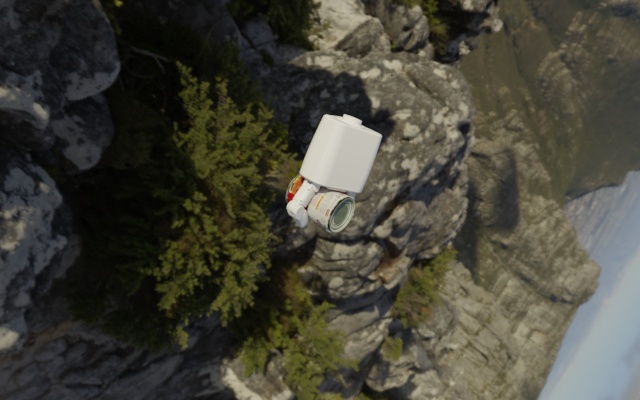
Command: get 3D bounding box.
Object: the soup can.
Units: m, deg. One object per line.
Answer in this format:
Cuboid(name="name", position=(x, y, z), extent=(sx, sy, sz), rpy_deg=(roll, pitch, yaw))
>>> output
Cuboid(name="soup can", position=(0.000, 0.003, 0.814), extent=(0.102, 0.068, 0.068), rpy_deg=(31, 17, 32))
